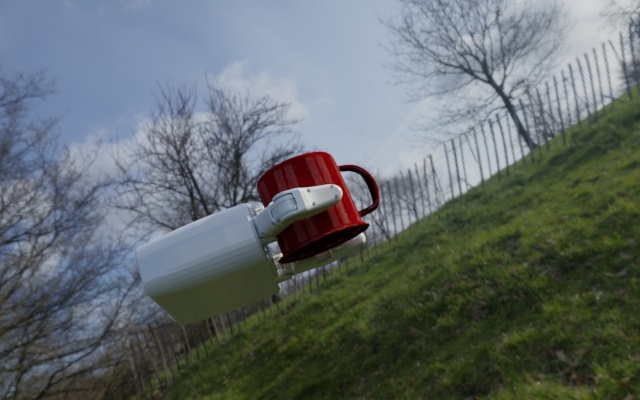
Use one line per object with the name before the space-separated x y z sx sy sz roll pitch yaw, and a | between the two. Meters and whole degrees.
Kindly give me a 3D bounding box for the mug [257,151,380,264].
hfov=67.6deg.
mug | 0.001 0.001 0.462 0.117 0.081 0.093 -21 -13 -8
